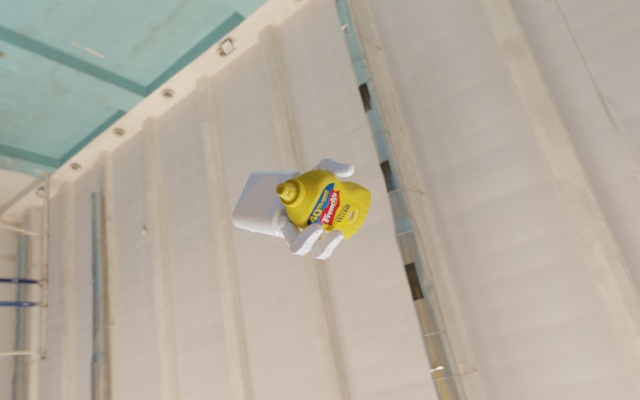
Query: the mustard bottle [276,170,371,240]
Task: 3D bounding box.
[{"bbox_3d":[0.001,0.003,0.749,0.058,0.096,0.192,36,11,38],"label":"mustard bottle"}]
